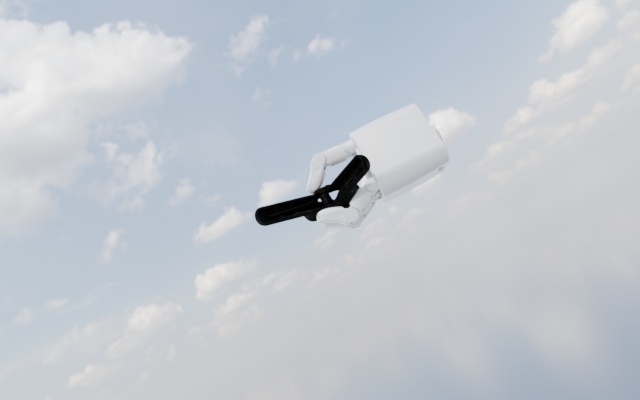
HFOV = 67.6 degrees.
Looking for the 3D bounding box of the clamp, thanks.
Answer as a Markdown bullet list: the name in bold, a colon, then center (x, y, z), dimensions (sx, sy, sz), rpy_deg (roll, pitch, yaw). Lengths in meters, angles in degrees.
- **clamp**: center (0.000, 0.002, 0.693), dimensions (0.164, 0.036, 0.210), rpy_deg (-25, -13, 3)
